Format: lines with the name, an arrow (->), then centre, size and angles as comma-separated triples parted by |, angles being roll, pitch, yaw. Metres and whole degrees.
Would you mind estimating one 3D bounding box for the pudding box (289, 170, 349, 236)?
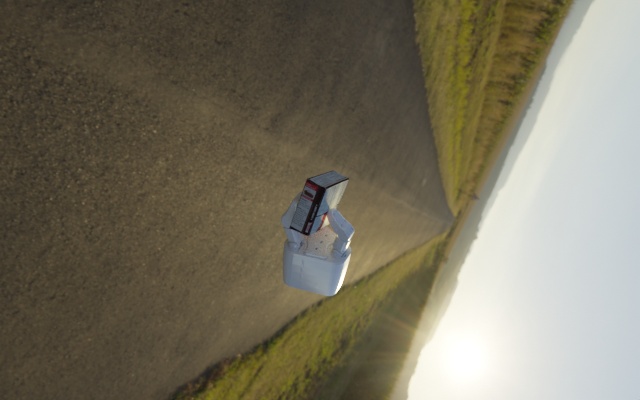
pudding box -> 0.000, 0.003, 0.790 | 0.039, 0.090, 0.113 | 25, 19, 15
